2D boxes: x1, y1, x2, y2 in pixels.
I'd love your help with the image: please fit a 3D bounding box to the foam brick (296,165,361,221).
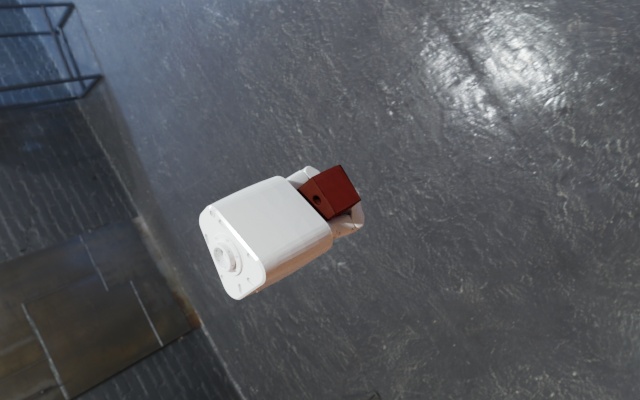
[{"bbox_3d":[0.000,0.002,0.586,0.051,0.053,0.078,-26,-9,-43],"label":"foam brick"}]
